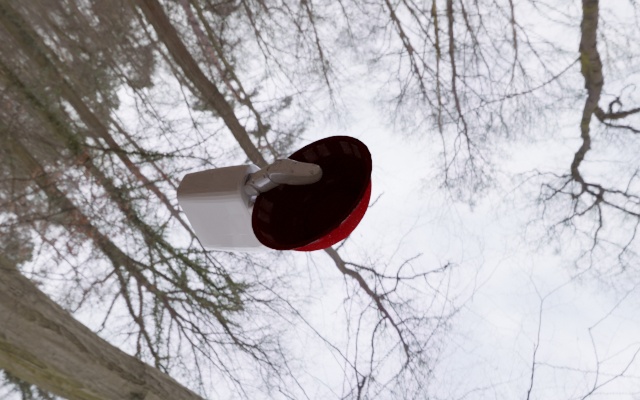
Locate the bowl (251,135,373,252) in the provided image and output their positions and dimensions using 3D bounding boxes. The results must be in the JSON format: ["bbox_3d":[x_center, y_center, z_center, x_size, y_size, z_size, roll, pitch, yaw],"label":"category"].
[{"bbox_3d":[0.001,0.002,0.551,0.162,0.162,0.055,0,-36,42],"label":"bowl"}]
